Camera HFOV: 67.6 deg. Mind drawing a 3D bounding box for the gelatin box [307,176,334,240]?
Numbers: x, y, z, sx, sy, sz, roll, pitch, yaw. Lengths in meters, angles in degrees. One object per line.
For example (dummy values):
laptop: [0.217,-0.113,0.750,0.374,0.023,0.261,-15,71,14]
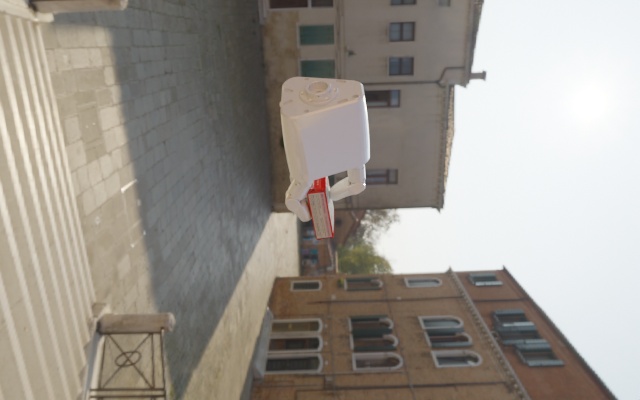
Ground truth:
gelatin box: [0.001,0.003,0.723,0.030,0.089,0.073,-8,33,6]
